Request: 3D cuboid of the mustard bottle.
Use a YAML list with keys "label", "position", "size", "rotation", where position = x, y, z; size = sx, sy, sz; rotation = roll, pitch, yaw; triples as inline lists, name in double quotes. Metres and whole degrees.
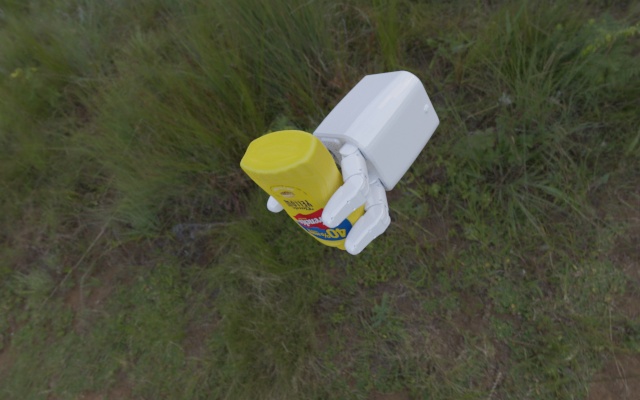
- label: "mustard bottle"
  position: [0.000, 0.002, 0.545]
  size: [0.096, 0.058, 0.192]
  rotation: [-1, -34, 35]
